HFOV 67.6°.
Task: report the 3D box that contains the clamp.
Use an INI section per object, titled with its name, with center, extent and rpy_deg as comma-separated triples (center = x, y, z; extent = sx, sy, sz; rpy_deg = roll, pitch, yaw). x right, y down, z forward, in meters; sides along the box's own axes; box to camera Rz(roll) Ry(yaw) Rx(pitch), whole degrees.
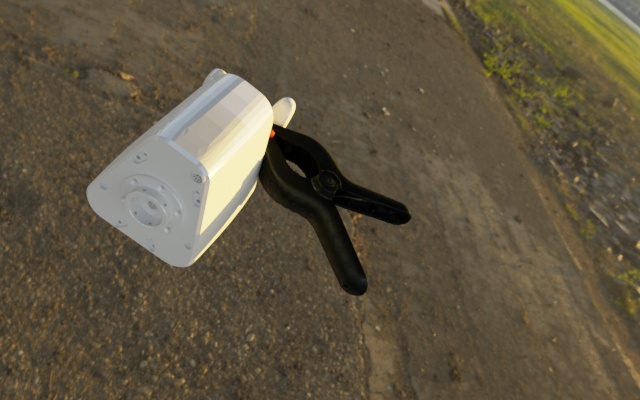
[clamp]
center = 0.000, 0.001, 0.421
extent = 0.171, 0.039, 0.120
rpy_deg = 35, 40, -6
